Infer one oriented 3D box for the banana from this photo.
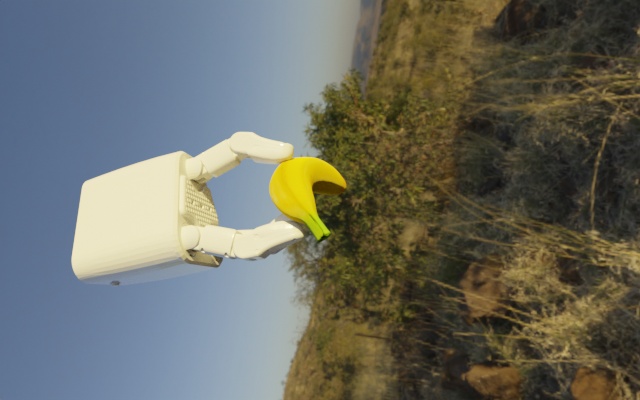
[{"bbox_3d":[-0.012,-0.013,0.463,0.037,0.069,0.197,-35,7,15],"label":"banana"}]
